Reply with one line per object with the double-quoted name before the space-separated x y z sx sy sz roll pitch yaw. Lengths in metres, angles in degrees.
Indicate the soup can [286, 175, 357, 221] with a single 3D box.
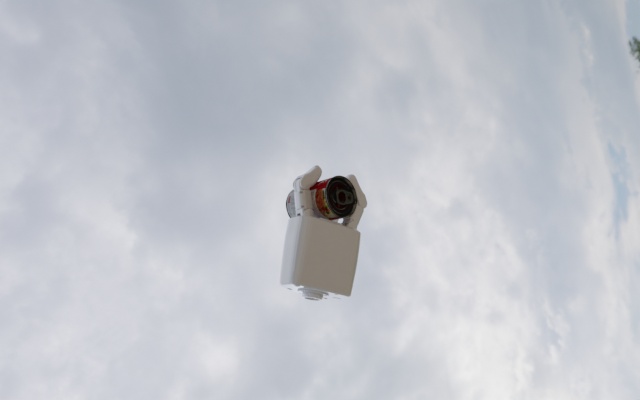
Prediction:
"soup can" 0.000 0.002 0.777 0.068 0.068 0.102 0 -10 -43
